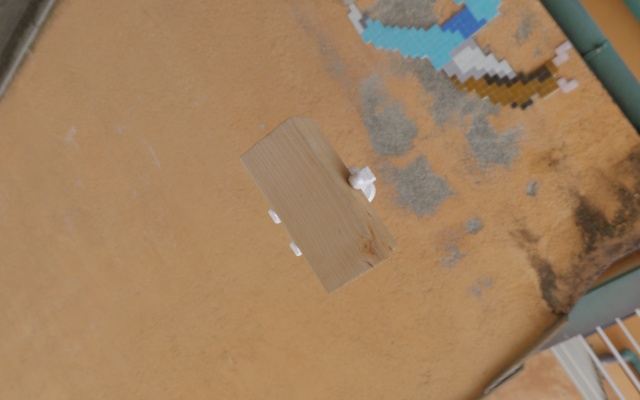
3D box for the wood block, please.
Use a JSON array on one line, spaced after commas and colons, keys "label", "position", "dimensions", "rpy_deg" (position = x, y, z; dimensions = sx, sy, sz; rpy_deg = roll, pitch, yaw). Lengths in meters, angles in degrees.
[{"label": "wood block", "position": [0.001, 0.002, 0.618], "dimensions": [0.091, 0.206, 0.090], "rpy_deg": [-35, -5, 20]}]
